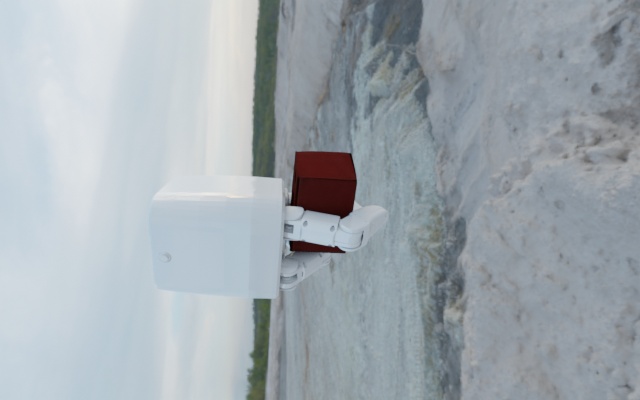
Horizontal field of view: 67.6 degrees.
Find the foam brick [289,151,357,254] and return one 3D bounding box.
[{"bbox_3d":[0.000,0.001,0.425,0.051,0.078,0.053,4,30,-6],"label":"foam brick"}]
